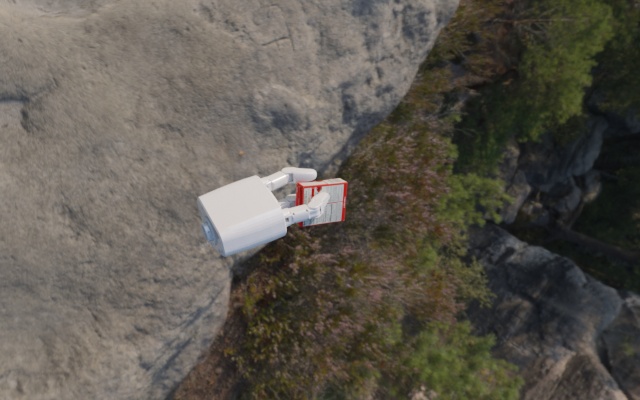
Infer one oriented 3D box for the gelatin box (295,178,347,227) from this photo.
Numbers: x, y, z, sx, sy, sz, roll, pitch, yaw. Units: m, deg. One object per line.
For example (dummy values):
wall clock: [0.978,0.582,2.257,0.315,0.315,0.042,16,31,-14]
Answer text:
gelatin box: [0.001,0.003,0.827,0.089,0.073,0.030,-7,22,-26]
